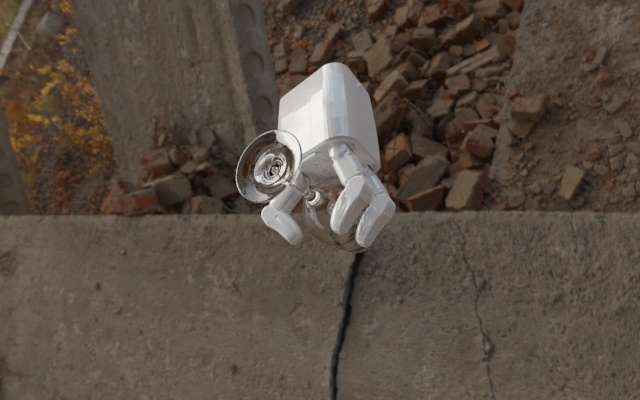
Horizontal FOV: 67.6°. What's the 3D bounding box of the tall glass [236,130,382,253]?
[{"bbox_3d":[0.000,0.002,0.520,0.079,0.079,0.201,0,-21,32],"label":"tall glass"}]
